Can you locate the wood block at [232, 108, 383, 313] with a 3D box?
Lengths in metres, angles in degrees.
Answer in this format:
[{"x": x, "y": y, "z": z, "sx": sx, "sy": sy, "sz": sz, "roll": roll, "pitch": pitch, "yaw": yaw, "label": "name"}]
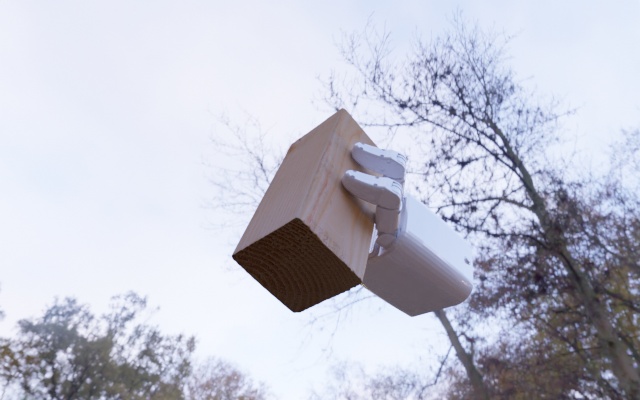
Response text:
[{"x": 0.000, "y": 0.002, "z": 0.504, "sx": 0.091, "sy": 0.090, "sz": 0.206, "roll": -32, "pitch": 22, "yaw": 32, "label": "wood block"}]
